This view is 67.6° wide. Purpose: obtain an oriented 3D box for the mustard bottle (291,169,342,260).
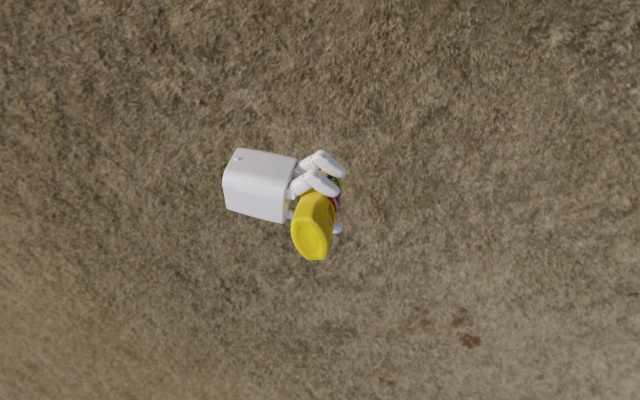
[{"bbox_3d":[0.000,0.003,0.810,0.058,0.096,0.191,-6,38,18],"label":"mustard bottle"}]
